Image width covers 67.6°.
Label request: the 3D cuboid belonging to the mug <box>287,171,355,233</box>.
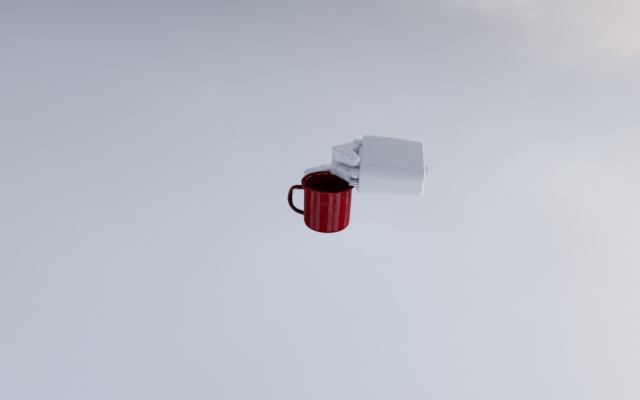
[{"bbox_3d":[-0.001,0.003,0.826,0.117,0.081,0.093,5,27,5],"label":"mug"}]
